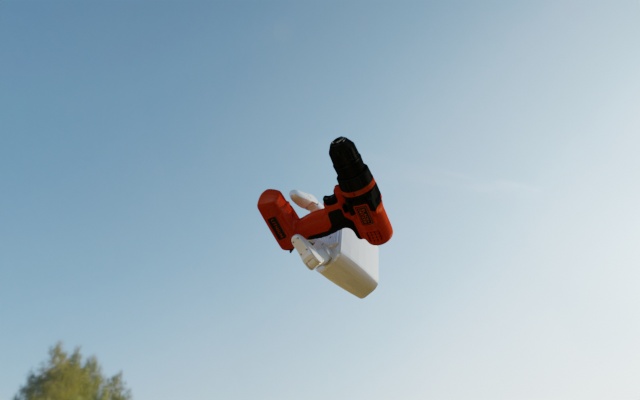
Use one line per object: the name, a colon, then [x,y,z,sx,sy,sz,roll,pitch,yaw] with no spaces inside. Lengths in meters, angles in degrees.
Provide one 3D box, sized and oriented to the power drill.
power drill: [0.000,0.003,0.731,0.187,0.184,0.057,-12,28,27]
